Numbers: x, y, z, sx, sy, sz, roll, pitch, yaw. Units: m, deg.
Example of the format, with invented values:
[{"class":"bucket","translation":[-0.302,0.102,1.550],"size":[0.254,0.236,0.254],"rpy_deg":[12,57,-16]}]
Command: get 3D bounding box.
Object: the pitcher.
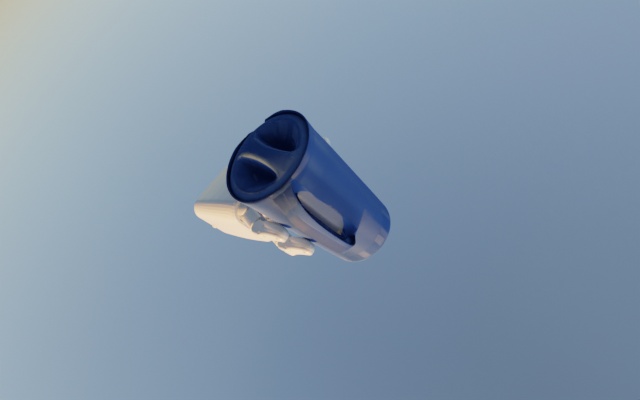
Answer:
[{"class":"pitcher","translation":[0.000,0.002,0.659],"size":[0.145,0.149,0.243],"rpy_deg":[1,-26,40]}]
